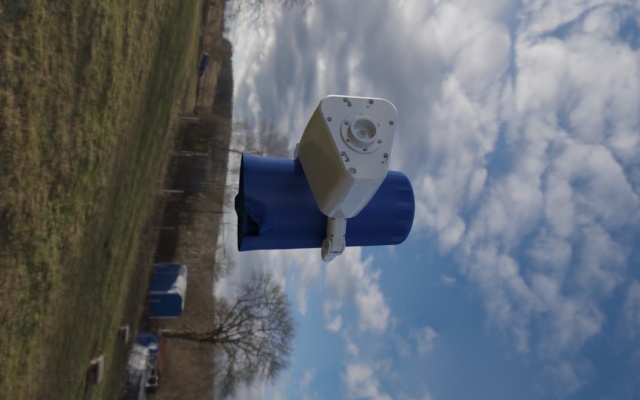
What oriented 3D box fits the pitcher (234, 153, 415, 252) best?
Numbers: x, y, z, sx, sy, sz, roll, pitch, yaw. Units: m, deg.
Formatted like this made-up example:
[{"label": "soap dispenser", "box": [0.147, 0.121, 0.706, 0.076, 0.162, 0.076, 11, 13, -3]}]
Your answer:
[{"label": "pitcher", "box": [0.000, 0.002, 0.682, 0.243, 0.149, 0.145, 2, -23, -13]}]
